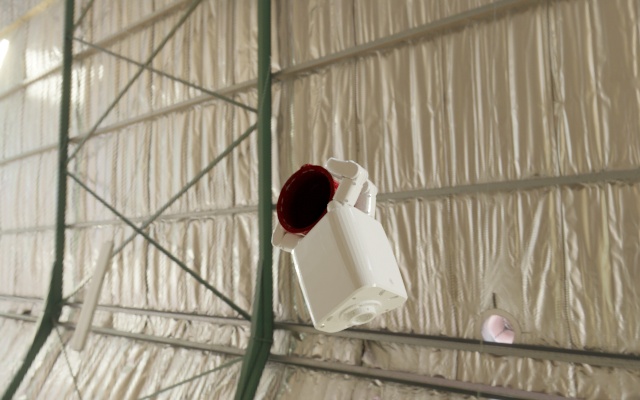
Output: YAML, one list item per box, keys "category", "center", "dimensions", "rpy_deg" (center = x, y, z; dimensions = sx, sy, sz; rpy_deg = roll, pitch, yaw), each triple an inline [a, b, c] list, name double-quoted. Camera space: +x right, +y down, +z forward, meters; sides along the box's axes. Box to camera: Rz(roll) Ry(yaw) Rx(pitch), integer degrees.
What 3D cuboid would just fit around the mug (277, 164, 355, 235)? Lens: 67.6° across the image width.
- category: "mug"
  center: [0.000, 0.001, 0.640]
  dimensions: [0.093, 0.117, 0.081]
  rpy_deg: [-34, -39, 22]
